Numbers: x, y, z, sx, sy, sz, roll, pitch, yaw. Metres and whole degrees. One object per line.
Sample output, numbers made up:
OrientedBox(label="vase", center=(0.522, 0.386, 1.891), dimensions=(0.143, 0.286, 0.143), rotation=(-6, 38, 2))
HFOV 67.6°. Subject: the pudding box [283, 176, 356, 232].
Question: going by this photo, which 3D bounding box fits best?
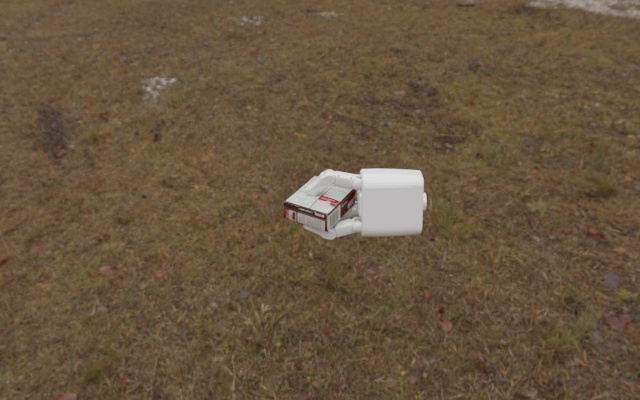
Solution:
OrientedBox(label="pudding box", center=(0.000, 0.003, 0.852), dimensions=(0.090, 0.039, 0.113), rotation=(16, 33, 24))
